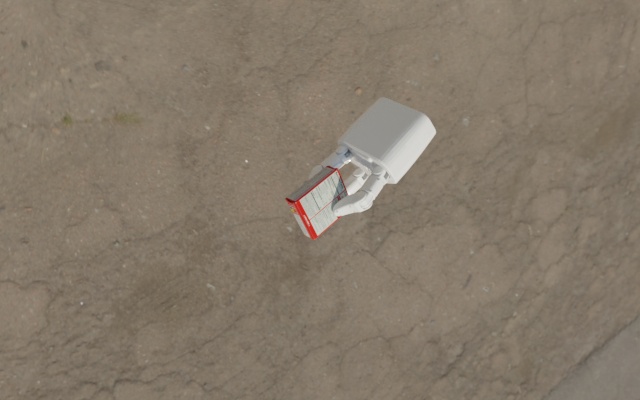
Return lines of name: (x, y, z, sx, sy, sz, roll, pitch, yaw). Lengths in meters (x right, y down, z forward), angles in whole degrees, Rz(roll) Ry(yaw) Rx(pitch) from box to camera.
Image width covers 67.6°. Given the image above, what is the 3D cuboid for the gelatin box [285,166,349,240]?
gelatin box: (0.000, 0.003, 0.714, 0.089, 0.073, 0.030, -40, 34, -23)
